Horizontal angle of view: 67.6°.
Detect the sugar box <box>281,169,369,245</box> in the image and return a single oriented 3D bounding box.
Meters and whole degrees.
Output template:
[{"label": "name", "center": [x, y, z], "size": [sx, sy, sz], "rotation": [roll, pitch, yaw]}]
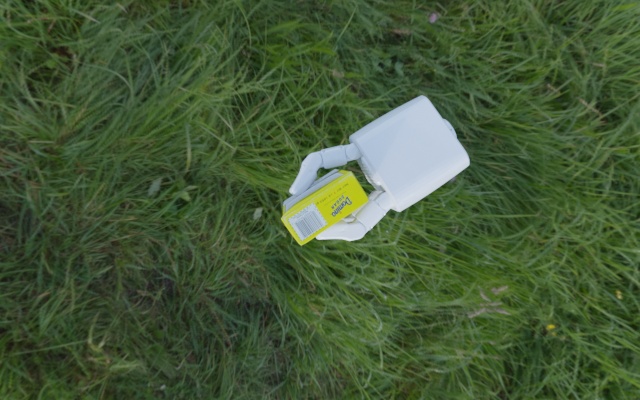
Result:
[{"label": "sugar box", "center": [0.001, 0.002, 0.600], "size": [0.093, 0.048, 0.176], "rotation": [-32, 4, 0]}]
